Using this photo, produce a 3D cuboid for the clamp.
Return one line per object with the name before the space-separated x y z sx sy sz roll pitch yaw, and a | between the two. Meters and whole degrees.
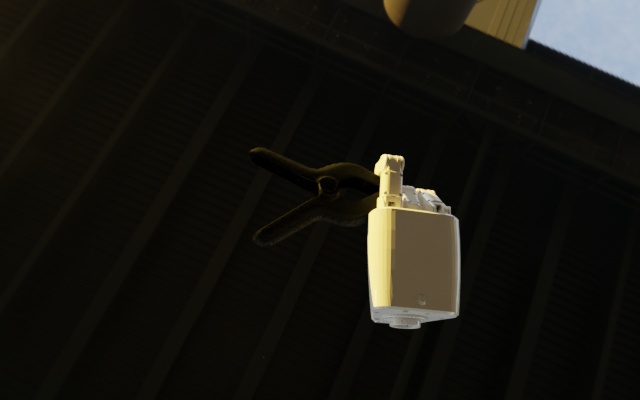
clamp | 0.000 0.002 0.529 0.171 0.120 0.039 6 -25 -5
